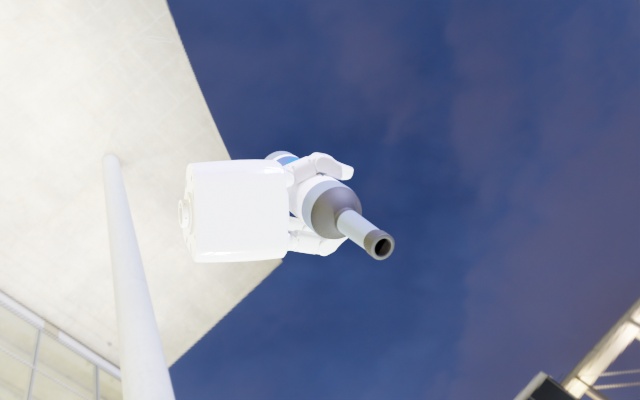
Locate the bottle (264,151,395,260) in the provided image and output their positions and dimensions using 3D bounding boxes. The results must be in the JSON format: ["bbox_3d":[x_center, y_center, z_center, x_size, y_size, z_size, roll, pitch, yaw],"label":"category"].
[{"bbox_3d":[0.000,0.002,0.592,0.069,0.069,0.295,0,17,-26],"label":"bottle"}]
